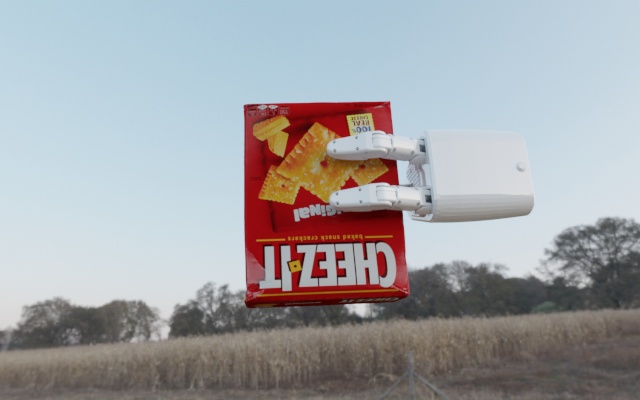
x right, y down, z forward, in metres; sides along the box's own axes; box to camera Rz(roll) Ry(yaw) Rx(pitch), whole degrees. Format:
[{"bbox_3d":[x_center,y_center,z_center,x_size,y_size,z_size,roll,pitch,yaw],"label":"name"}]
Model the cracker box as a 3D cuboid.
[{"bbox_3d":[0.000,0.002,0.512,0.164,0.213,0.072,-1,-17,-6],"label":"cracker box"}]
